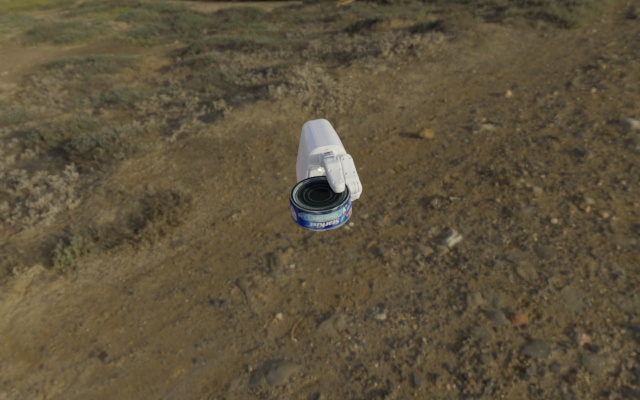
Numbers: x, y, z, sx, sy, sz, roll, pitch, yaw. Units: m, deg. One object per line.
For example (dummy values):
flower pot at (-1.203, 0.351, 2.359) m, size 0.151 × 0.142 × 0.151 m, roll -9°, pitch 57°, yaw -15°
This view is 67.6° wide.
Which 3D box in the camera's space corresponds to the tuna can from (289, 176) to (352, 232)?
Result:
tuna can at (0.000, 0.002, 0.659) m, size 0.086 × 0.034 × 0.086 m, roll -3°, pitch 38°, yaw 2°
